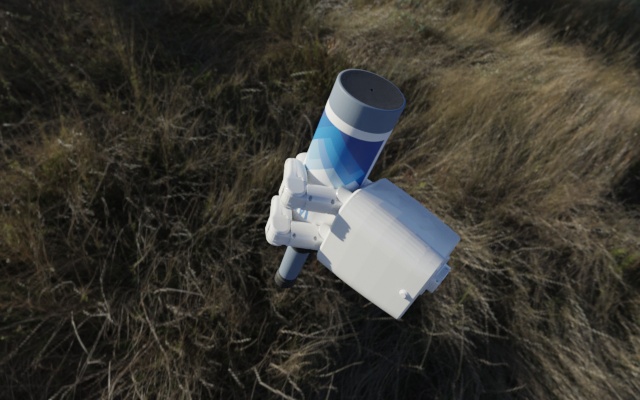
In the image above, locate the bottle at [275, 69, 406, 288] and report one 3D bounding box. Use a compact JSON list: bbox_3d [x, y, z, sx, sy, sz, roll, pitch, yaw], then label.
[{"bbox_3d":[0.000,0.001,0.525,0.069,0.069,0.296,0,-44,-26],"label":"bottle"}]
